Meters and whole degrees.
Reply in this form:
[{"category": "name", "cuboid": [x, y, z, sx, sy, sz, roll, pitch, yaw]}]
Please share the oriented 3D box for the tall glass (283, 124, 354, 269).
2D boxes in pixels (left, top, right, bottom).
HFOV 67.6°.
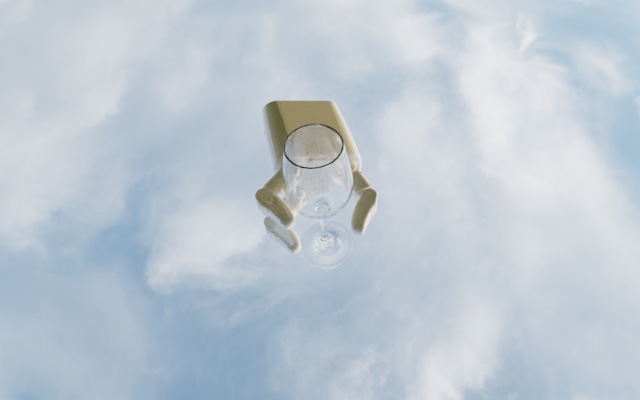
[{"category": "tall glass", "cuboid": [0.000, 0.002, 0.562, 0.079, 0.079, 0.201, 0, -35, 5]}]
